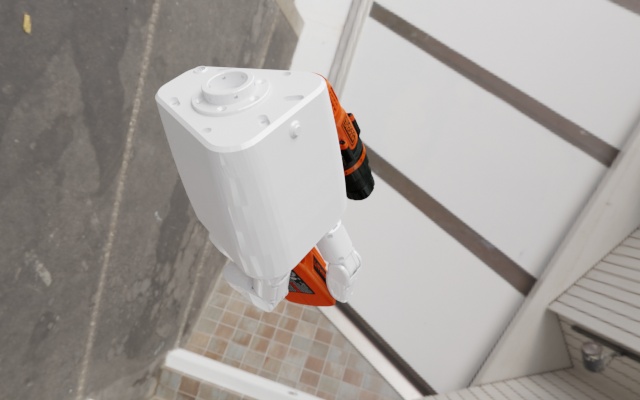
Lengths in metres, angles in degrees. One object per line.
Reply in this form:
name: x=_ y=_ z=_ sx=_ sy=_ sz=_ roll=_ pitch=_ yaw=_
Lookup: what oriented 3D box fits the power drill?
power drill: x=0.000 y=0.002 z=0.463 sx=0.057 sy=0.187 sz=0.184 roll=-2 pitch=-32 yaw=26
